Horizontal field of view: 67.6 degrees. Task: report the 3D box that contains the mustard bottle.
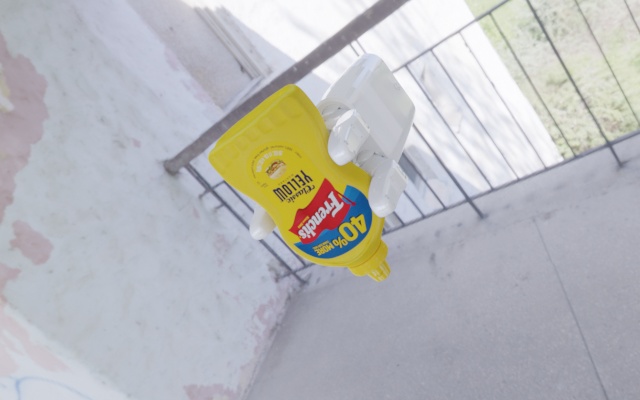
[{"bbox_3d":[0.000,0.001,0.417,0.096,0.192,0.058,-34,21,19],"label":"mustard bottle"}]
